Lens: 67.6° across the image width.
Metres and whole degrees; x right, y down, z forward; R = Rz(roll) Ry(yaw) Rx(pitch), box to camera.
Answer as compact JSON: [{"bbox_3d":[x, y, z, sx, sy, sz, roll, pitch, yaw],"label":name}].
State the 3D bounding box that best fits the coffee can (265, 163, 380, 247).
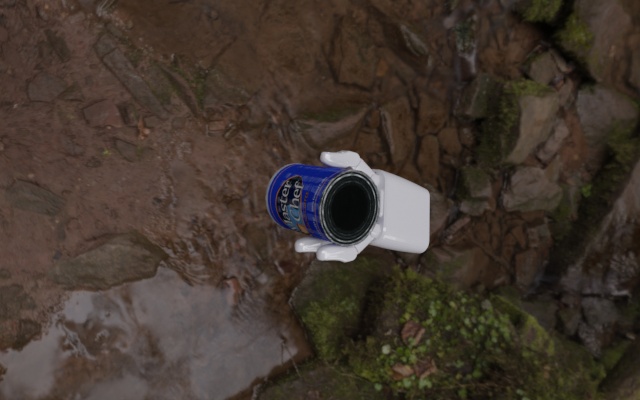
[{"bbox_3d":[0.000,0.002,0.679,0.103,0.103,0.140,0,7,-36],"label":"coffee can"}]
